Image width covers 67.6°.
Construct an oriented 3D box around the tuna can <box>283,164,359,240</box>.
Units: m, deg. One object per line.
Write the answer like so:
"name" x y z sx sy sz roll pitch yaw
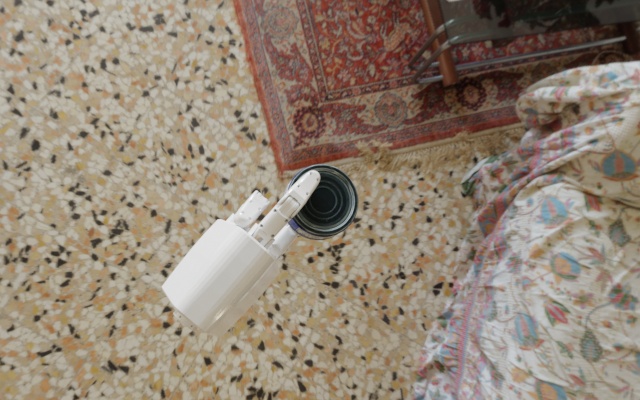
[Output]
"tuna can" 0.000 0.002 0.554 0.086 0.086 0.034 0 -11 -14
